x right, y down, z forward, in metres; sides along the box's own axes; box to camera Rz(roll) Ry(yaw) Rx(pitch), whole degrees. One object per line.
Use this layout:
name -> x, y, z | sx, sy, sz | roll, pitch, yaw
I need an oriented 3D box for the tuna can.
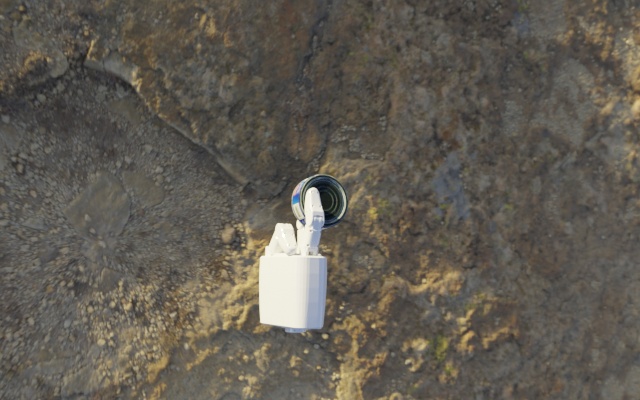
tuna can -> 0.000, 0.002, 0.749 | 0.086, 0.086, 0.034 | 0, -10, -25
